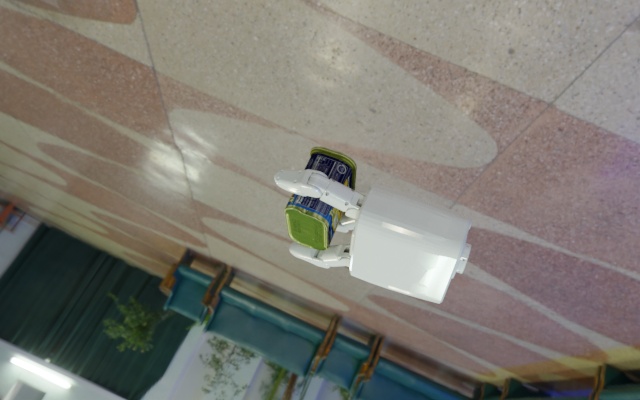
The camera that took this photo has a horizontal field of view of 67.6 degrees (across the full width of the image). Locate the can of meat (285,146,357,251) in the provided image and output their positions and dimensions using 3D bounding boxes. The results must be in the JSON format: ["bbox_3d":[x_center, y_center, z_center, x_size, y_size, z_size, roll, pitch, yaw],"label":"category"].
[{"bbox_3d":[0.000,0.002,0.557,0.057,0.084,0.102,20,-25,11],"label":"can of meat"}]
